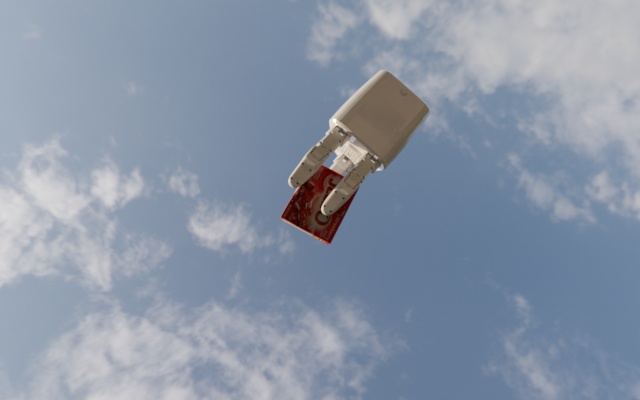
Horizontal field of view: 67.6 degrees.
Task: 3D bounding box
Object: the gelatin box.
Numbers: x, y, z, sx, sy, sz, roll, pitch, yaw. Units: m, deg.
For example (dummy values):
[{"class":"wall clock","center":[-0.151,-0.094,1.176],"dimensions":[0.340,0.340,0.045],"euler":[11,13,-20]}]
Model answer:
[{"class":"gelatin box","center":[0.000,0.002,0.626],"dimensions":[0.073,0.089,0.030],"euler":[29,-8,-1]}]
